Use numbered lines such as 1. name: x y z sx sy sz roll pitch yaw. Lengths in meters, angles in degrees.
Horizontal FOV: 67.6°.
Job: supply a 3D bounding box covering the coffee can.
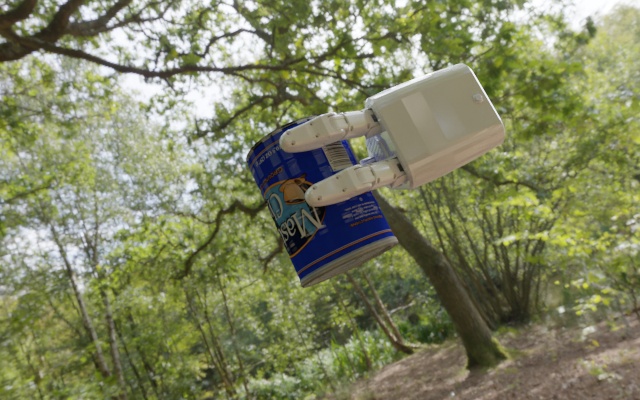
1. coffee can: 0.000 0.002 0.475 0.103 0.140 0.103 -24 -13 -6
